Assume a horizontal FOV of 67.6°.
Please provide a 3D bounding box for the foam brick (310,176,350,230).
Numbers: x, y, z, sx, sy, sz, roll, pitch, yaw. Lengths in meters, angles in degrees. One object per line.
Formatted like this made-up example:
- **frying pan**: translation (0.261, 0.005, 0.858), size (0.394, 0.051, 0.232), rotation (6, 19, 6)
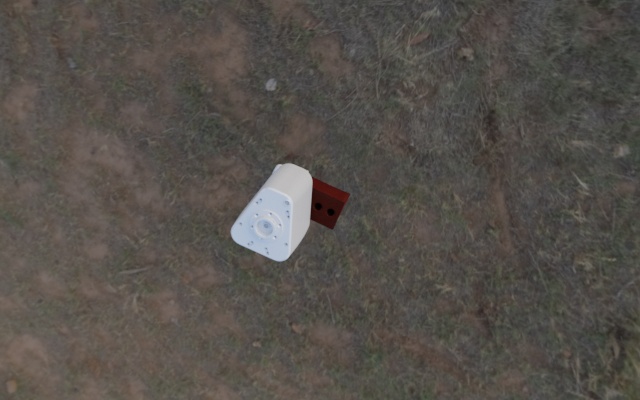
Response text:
- **foam brick**: translation (0.000, 0.003, 0.776), size (0.078, 0.053, 0.051), rotation (24, 21, 2)
